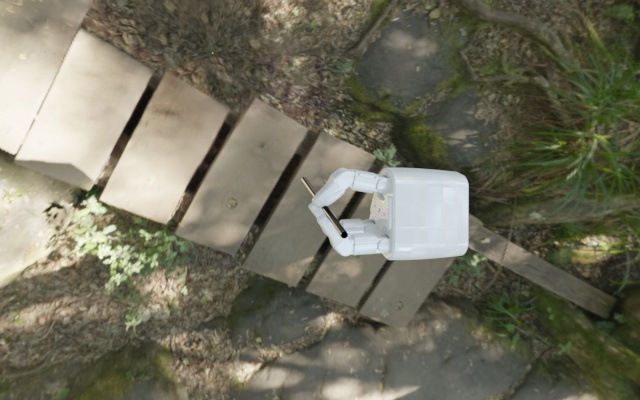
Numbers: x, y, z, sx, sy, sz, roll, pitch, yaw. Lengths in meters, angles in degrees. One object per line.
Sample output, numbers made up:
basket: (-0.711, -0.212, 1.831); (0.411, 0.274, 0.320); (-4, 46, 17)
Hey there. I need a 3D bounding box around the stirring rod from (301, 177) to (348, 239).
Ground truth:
stirring rod: (0.000, 0.002, 0.617); (0.011, 0.011, 0.239); (0, 17, -13)
